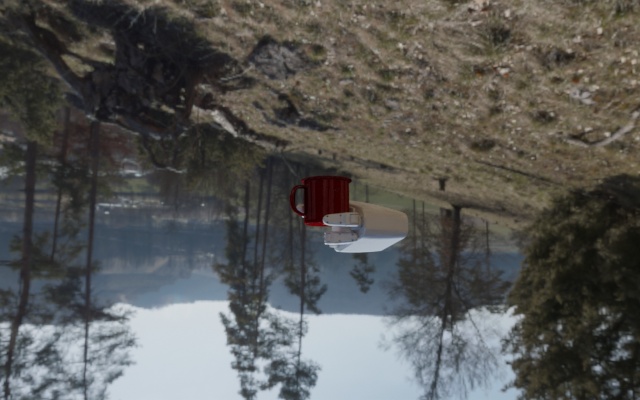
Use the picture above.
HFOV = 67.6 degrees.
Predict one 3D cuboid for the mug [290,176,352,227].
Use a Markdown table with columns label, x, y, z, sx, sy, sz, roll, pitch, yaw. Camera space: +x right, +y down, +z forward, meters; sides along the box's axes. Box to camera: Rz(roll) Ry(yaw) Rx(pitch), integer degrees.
| label | x | y | z | sx | sy | sz | roll | pitch | yaw |
| --- | --- | --- | --- | --- | --- | --- | --- | --- | --- |
| mug | -0.001 | 0.003 | 0.855 | 0.117 | 0.081 | 0.093 | 4 | -9 | -29 |
